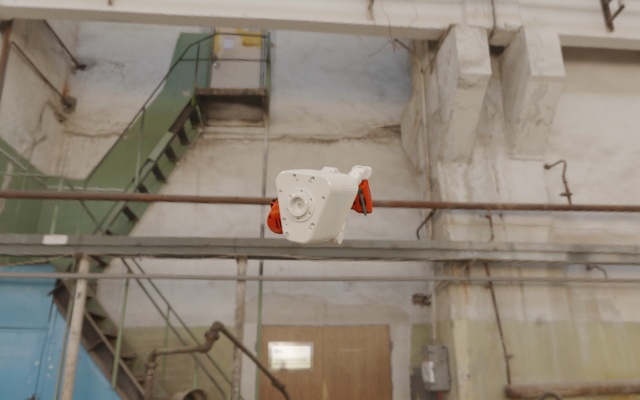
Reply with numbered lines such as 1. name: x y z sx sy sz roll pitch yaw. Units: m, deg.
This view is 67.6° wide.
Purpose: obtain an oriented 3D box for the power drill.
1. power drill: 0.001 0.003 0.886 0.187 0.057 0.184 -14 15 7
